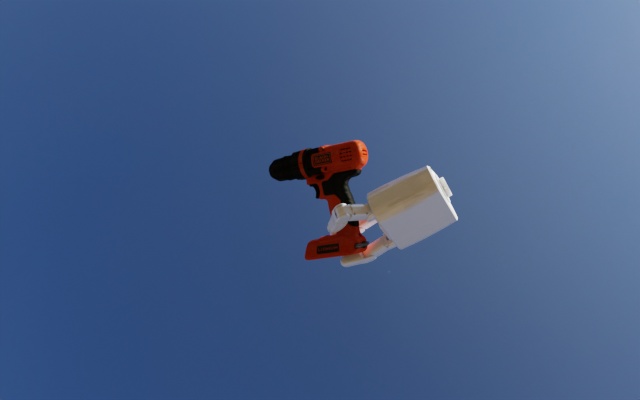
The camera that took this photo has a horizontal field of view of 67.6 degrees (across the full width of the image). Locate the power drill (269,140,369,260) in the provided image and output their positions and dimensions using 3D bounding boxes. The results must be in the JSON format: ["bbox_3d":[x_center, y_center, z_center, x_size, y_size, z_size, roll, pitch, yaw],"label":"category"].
[{"bbox_3d":[0.000,0.003,0.800,0.184,0.187,0.057,-10,-2,30],"label":"power drill"}]
